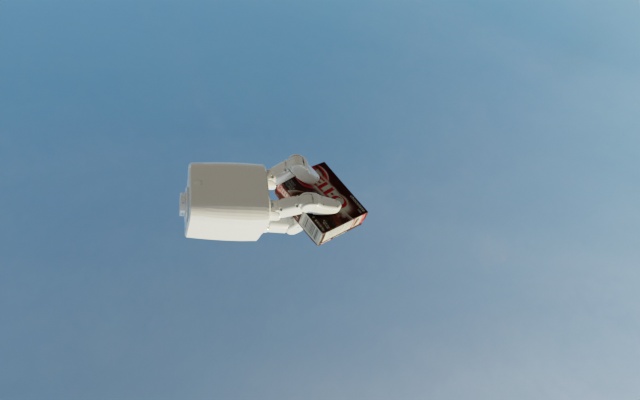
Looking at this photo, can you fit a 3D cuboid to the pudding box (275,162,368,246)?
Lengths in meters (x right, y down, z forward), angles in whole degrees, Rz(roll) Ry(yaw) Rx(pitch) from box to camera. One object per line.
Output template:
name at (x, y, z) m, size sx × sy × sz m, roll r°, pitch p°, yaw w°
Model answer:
pudding box at (0.000, 0.002, 0.705) m, size 0.090 × 0.113 × 0.039 m, roll -24°, pitch -25°, yaw -34°
